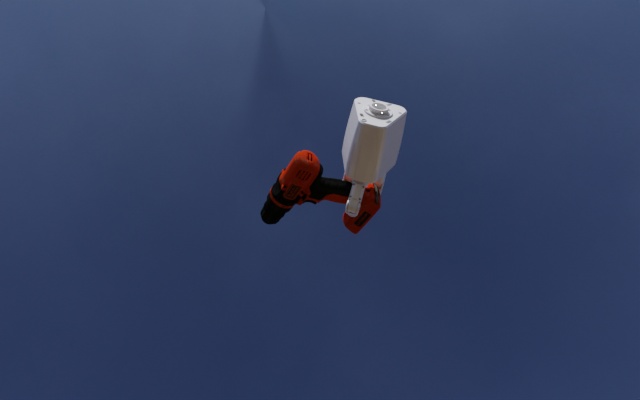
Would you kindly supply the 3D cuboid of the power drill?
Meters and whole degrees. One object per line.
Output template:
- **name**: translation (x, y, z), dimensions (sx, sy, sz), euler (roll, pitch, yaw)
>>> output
- **power drill**: translation (0.001, 0.003, 0.872), dimensions (0.188, 0.057, 0.184), euler (17, -43, -22)
